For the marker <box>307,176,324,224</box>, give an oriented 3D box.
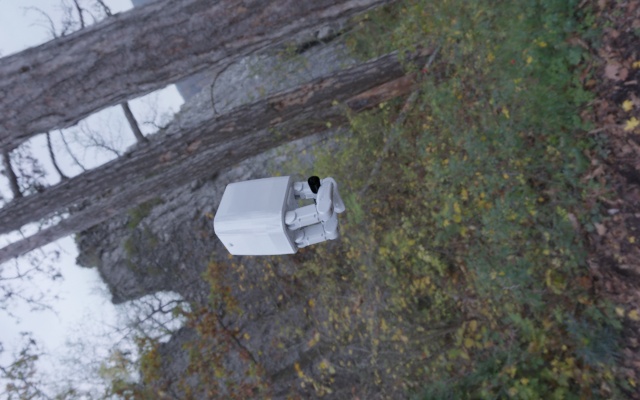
[{"bbox_3d":[0.000,0.002,0.734,0.020,0.020,0.121,0,-34,13],"label":"marker"}]
